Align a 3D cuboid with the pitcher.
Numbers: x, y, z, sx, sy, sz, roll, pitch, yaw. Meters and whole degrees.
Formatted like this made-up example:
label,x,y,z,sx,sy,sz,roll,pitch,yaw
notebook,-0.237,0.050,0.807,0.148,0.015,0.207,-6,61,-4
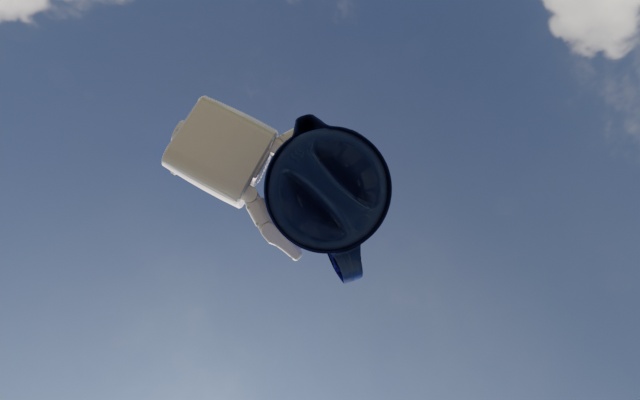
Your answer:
label,x,y,z,sx,sy,sz,roll,pitch,yaw
pitcher,0.000,0.002,0.603,0.145,0.149,0.243,26,-4,-4
